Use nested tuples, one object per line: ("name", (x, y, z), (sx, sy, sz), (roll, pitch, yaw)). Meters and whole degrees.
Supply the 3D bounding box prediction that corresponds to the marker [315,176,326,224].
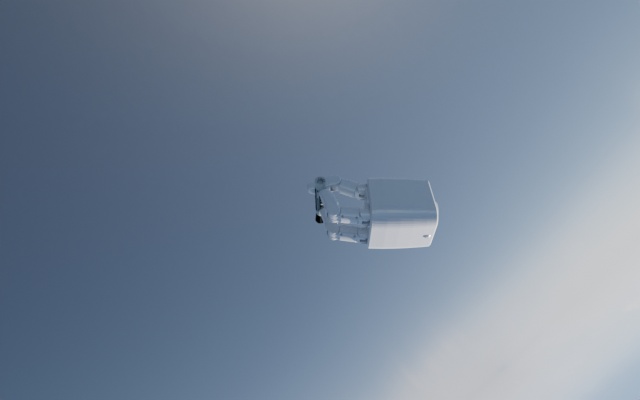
("marker", (0.000, 0.003, 0.820), (0.020, 0.020, 0.121), (0, -35, 0))
